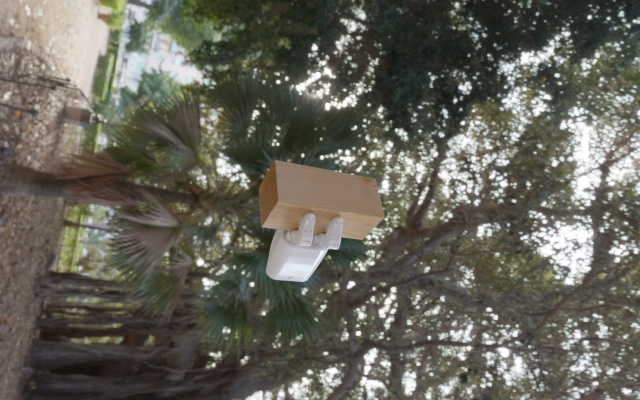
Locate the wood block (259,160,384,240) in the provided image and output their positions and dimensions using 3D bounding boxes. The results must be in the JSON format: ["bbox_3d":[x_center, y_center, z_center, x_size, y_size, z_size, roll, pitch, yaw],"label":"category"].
[{"bbox_3d":[0.000,0.003,0.878,0.206,0.090,0.090,9,-38,-24],"label":"wood block"}]
